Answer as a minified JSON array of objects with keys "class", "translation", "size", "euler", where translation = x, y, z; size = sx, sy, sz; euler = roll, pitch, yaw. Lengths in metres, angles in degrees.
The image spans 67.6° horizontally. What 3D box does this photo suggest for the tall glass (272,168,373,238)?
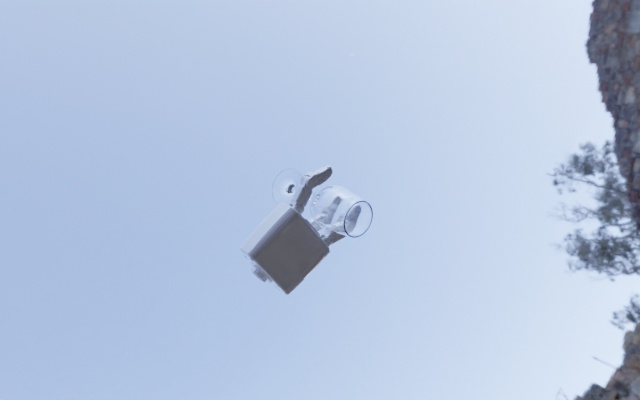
[{"class":"tall glass","translation":[0.000,0.002,0.828],"size":[0.079,0.079,0.201],"euler":[0,16,-40]}]
